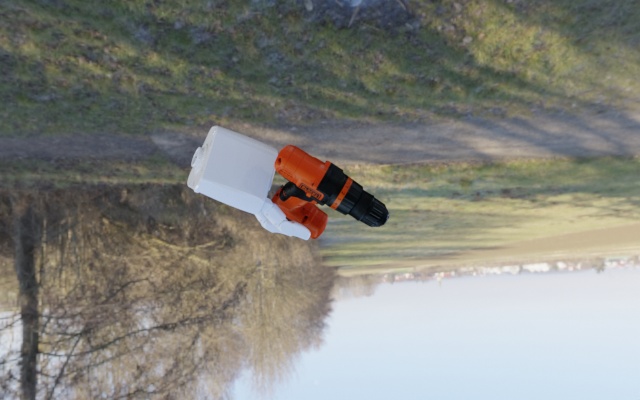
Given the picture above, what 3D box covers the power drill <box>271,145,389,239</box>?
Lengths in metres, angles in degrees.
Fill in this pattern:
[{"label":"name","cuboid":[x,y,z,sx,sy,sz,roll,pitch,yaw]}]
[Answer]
[{"label":"power drill","cuboid":[0.000,0.003,0.752,0.184,0.057,0.188,33,-26,-4]}]
